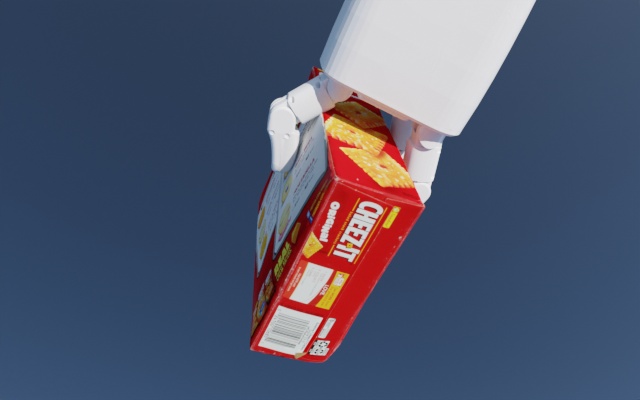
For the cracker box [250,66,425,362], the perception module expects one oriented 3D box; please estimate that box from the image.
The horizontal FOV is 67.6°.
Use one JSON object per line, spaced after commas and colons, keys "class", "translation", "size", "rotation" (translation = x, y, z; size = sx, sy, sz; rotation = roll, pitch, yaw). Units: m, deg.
{"class": "cracker box", "translation": [0.000, 0.001, 0.414], "size": [0.072, 0.164, 0.213], "rotation": [18, 30, -15]}
